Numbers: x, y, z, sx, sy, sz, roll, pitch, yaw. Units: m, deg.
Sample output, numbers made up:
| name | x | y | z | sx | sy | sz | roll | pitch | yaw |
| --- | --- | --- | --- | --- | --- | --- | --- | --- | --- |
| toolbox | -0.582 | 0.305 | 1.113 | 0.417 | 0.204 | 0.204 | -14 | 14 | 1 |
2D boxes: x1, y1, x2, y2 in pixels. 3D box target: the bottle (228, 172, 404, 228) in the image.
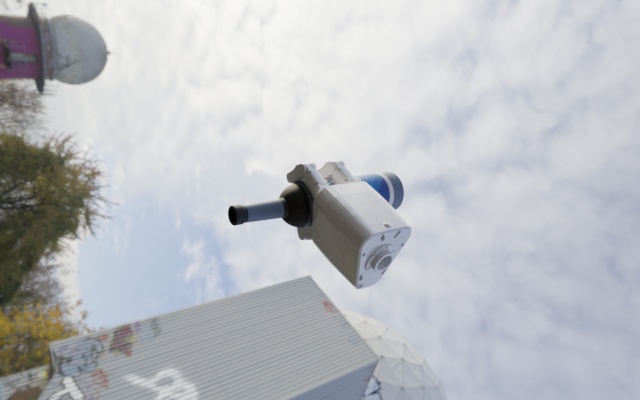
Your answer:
| name | x | y | z | sx | sy | sz | roll | pitch | yaw |
| --- | --- | --- | --- | --- | --- | --- | --- | --- | --- |
| bottle | 0.000 | 0.002 | 0.718 | 0.295 | 0.069 | 0.069 | -9 | 5 | -37 |
